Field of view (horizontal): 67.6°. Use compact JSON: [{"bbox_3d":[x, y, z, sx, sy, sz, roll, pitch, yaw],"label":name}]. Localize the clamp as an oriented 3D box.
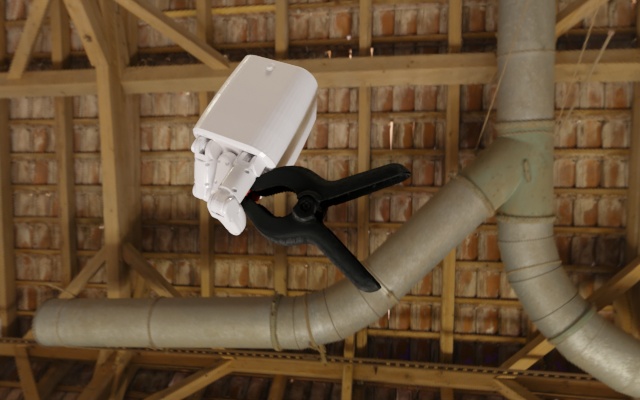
[{"bbox_3d":[0.000,0.002,0.457,0.171,0.120,0.039,22,-14,19],"label":"clamp"}]
